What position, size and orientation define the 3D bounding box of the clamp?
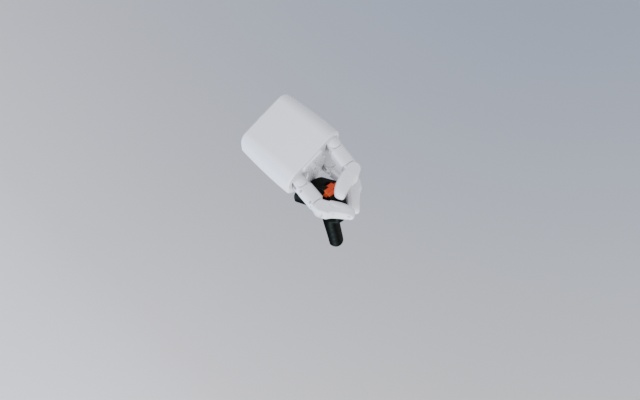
[{"bbox_3d":[0.000,0.003,0.773,0.039,0.120,0.171,-42,-16,-23],"label":"clamp"}]
